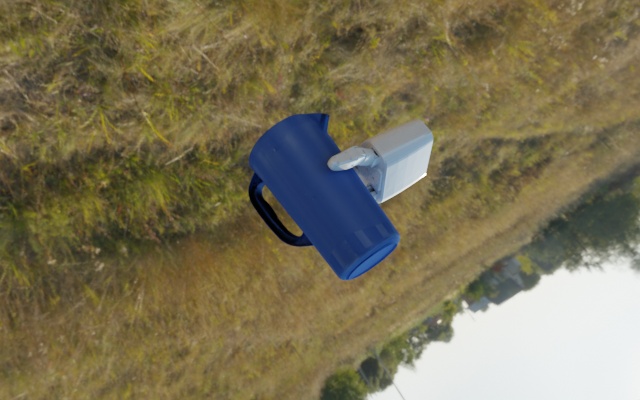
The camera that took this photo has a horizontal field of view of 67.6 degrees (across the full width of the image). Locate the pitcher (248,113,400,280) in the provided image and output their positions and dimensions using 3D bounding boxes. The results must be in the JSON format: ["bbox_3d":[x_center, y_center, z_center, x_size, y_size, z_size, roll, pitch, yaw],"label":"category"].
[{"bbox_3d":[0.000,0.002,0.726,0.145,0.242,0.149,-27,-21,-24],"label":"pitcher"}]
